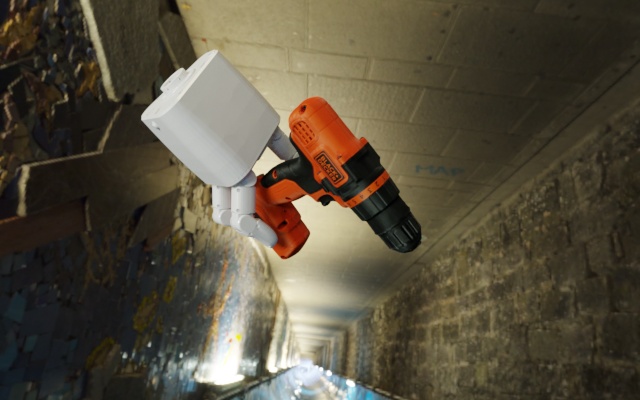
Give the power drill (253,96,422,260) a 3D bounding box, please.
[{"bbox_3d":[0.000,0.002,0.527,0.188,0.184,0.057,-33,6,46],"label":"power drill"}]
